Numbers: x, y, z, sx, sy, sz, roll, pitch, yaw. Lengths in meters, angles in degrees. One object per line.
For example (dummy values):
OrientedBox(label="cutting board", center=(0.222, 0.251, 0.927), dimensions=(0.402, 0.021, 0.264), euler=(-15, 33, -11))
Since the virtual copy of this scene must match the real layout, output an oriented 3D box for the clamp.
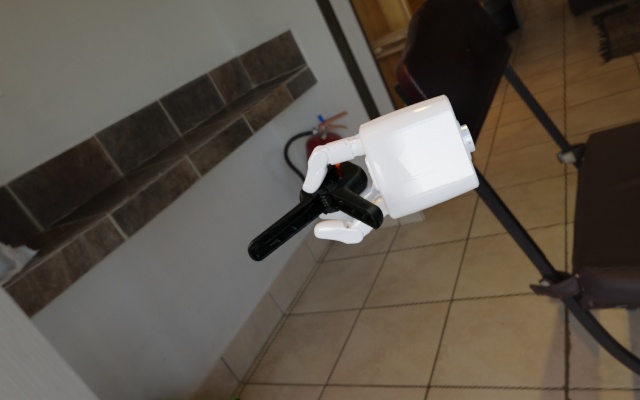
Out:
OrientedBox(label="clamp", center=(0.000, 0.001, 0.601), dimensions=(0.164, 0.036, 0.210), euler=(-19, 21, 15))
